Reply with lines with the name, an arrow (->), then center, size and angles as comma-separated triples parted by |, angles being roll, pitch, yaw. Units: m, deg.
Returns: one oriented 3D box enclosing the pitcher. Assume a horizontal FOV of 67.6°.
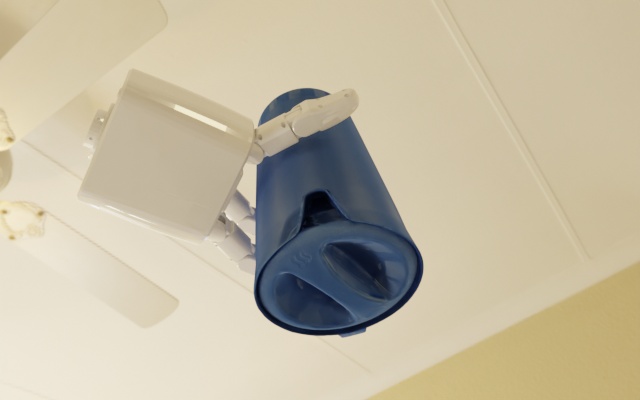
pitcher -> 0.000, 0.001, 0.462 | 0.145, 0.149, 0.242 | 21, 33, -26
